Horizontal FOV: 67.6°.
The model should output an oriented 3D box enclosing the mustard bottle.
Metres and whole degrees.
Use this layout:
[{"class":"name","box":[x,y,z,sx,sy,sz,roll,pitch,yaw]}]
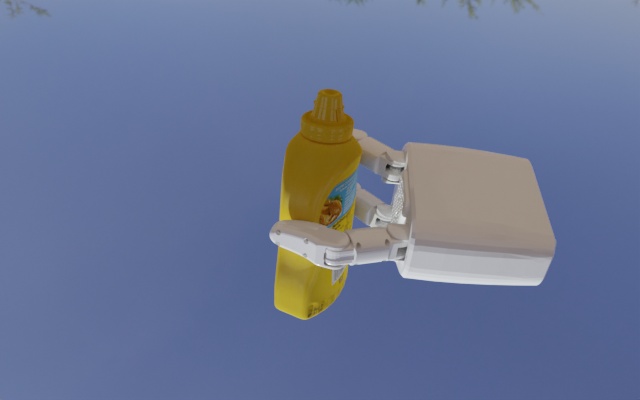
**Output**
[{"class":"mustard bottle","box":[0.000,0.001,0.403,0.058,0.192,0.096,19,34,20]}]
